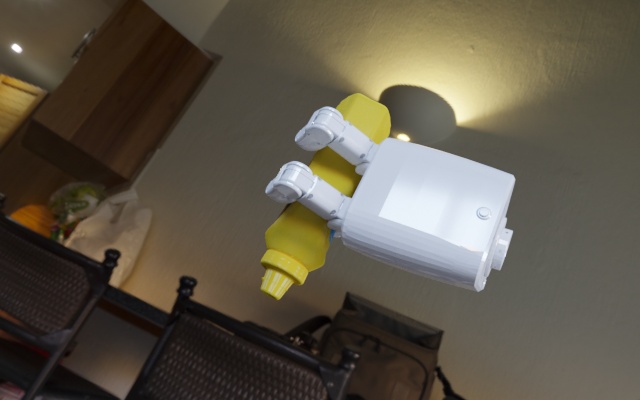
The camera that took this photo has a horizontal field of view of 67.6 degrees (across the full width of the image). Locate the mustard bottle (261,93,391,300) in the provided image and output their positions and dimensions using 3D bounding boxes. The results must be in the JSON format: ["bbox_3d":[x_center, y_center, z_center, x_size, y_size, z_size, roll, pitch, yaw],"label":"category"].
[{"bbox_3d":[0.000,0.001,0.434,0.058,0.191,0.096,28,-21,0],"label":"mustard bottle"}]
